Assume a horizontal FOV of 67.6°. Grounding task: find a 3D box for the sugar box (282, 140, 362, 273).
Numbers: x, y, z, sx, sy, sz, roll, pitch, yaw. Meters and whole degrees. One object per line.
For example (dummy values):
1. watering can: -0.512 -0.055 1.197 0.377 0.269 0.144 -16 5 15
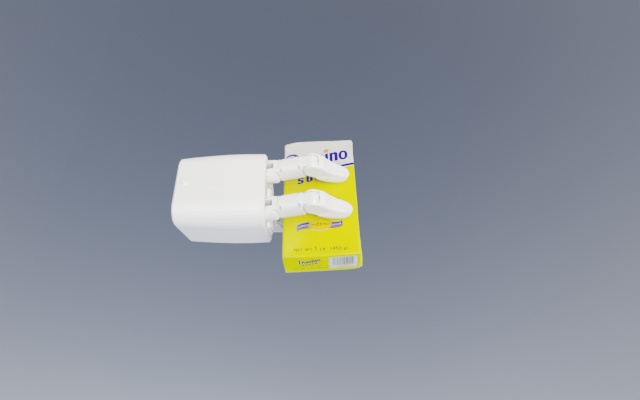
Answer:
1. sugar box: 0.000 0.002 0.602 0.093 0.176 0.048 -3 -34 1
